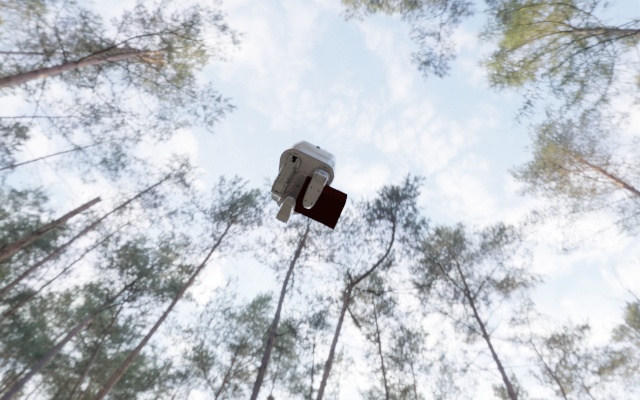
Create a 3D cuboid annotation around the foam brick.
[{"bbox_3d":[0.000,0.003,0.791,0.078,0.053,0.051,26,18,-1],"label":"foam brick"}]
